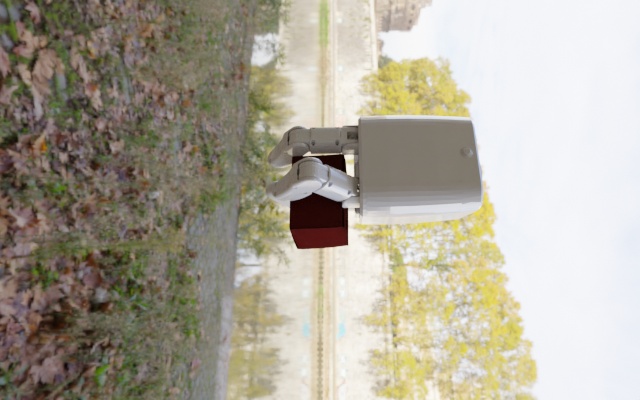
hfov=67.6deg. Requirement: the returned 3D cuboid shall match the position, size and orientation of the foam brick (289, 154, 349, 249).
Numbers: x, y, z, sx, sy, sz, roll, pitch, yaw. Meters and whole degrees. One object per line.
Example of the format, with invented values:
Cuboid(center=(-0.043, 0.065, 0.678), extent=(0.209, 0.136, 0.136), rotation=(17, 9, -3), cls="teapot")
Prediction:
Cuboid(center=(0.000, 0.002, 0.458), extent=(0.051, 0.078, 0.053), rotation=(-2, -25, 6), cls="foam brick")
